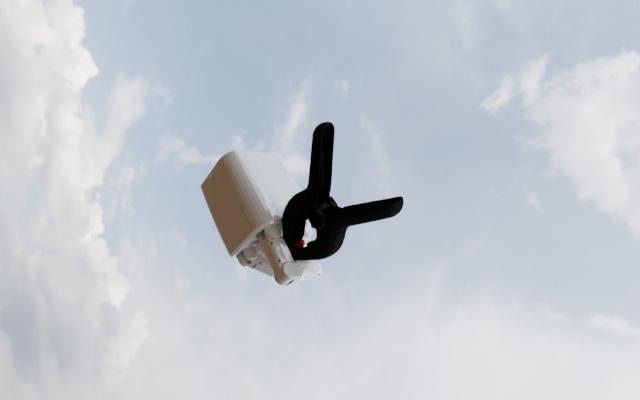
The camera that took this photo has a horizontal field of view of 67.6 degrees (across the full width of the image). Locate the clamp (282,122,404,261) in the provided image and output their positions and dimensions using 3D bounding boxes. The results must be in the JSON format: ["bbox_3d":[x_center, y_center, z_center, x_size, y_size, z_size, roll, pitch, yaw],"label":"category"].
[{"bbox_3d":[0.000,0.002,0.517,0.039,0.120,0.171,-15,-20,-49],"label":"clamp"}]
